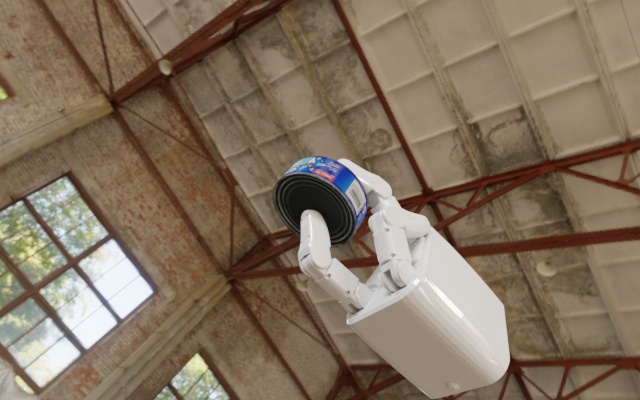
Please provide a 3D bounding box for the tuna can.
[{"bbox_3d":[0.000,0.001,0.448,0.086,0.086,0.033,0,36,33],"label":"tuna can"}]
